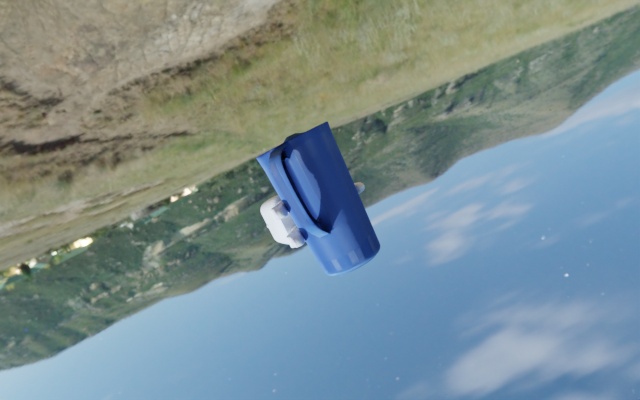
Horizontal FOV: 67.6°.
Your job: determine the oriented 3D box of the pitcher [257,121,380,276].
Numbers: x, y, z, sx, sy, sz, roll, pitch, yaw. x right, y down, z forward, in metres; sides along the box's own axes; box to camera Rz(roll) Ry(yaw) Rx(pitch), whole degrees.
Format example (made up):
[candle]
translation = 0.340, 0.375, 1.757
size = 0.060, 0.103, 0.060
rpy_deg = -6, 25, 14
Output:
[pitcher]
translation = 0.000, 0.003, 0.798
size = 0.149, 0.243, 0.145
rpy_deg = -30, 7, -24
